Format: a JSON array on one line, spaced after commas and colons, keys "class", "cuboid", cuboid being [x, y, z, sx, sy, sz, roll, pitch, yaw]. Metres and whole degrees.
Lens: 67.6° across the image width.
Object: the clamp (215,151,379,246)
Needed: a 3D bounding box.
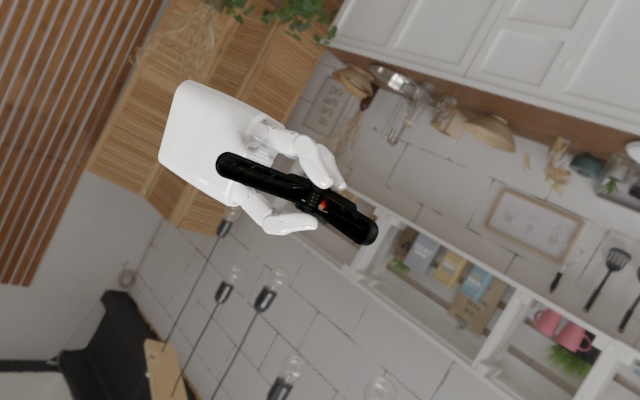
[{"class": "clamp", "cuboid": [0.000, 0.002, 0.517, 0.164, 0.036, 0.210, 28, 5, 16]}]
